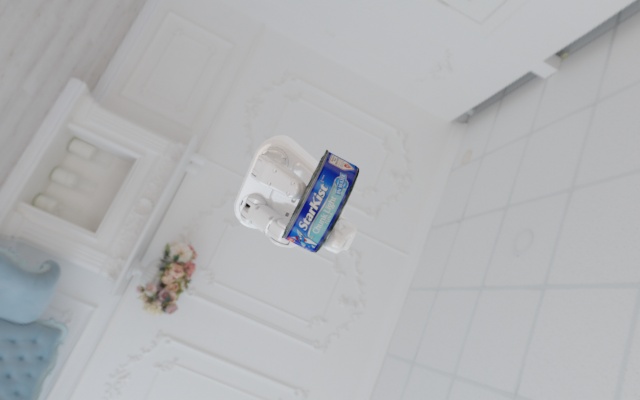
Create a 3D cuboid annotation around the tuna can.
[{"bbox_3d":[0.001,0.002,0.415,0.034,0.086,0.086,27,-2,-3],"label":"tuna can"}]
